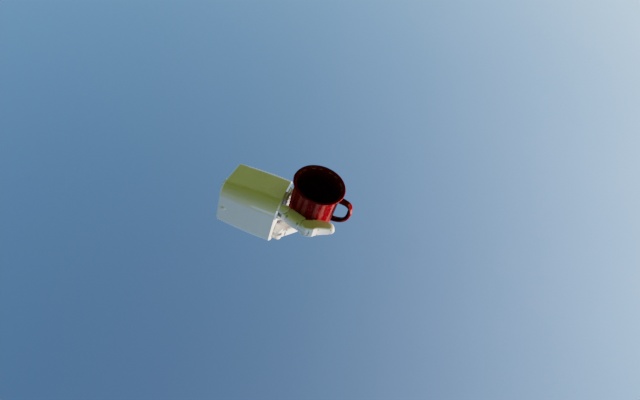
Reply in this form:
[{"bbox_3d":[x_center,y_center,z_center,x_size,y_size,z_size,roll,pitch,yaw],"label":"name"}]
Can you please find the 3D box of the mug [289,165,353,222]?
[{"bbox_3d":[0.001,0.003,0.842,0.117,0.093,0.082,22,-43,1],"label":"mug"}]
